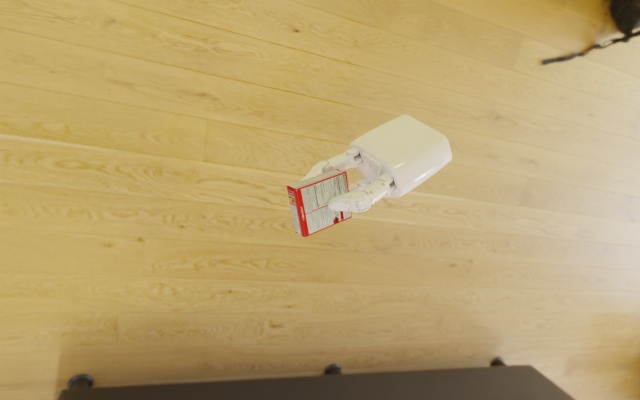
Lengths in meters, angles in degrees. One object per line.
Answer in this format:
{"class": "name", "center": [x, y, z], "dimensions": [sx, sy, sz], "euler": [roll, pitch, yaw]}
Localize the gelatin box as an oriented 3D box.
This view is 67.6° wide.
{"class": "gelatin box", "center": [0.000, 0.002, 0.685], "dimensions": [0.089, 0.073, 0.030], "euler": [-22, 24, -29]}
